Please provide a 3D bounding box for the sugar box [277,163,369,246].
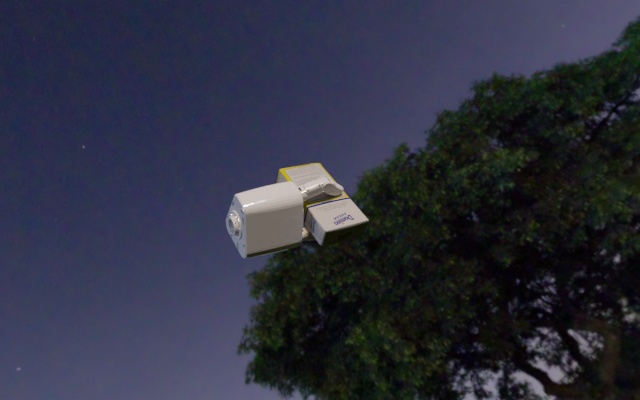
[{"bbox_3d":[0.000,0.003,0.871,0.093,0.048,0.176,-12,48,-29],"label":"sugar box"}]
